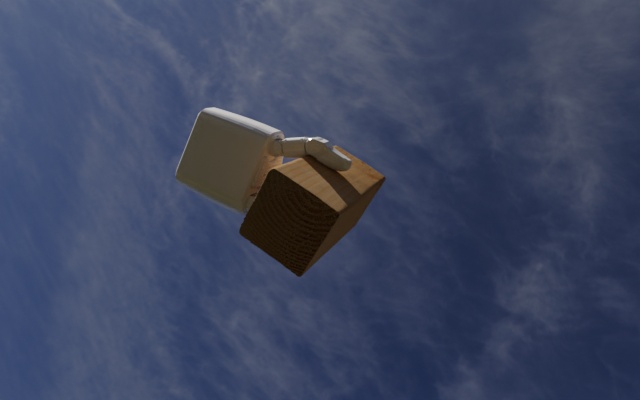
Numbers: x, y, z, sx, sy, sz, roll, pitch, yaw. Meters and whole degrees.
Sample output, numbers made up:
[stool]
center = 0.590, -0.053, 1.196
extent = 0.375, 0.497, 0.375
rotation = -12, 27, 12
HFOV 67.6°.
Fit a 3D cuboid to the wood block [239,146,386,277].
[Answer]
[wood block]
center = 0.000, 0.001, 0.597
extent = 0.090, 0.091, 0.206
rotation = 34, 23, 10
